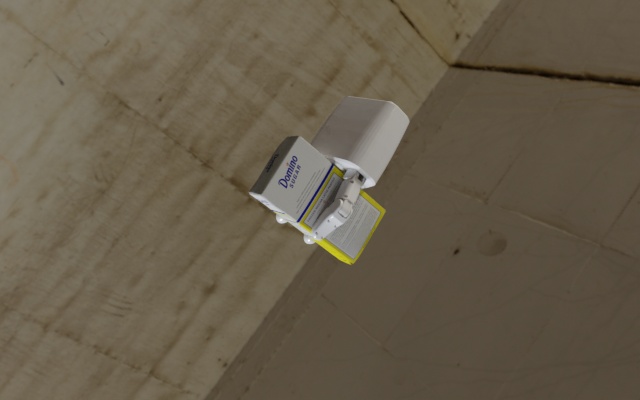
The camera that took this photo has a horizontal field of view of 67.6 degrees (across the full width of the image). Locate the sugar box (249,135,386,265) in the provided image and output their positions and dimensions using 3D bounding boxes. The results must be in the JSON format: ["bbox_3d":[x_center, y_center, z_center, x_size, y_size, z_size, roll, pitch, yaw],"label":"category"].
[{"bbox_3d":[0.000,0.002,0.638,0.176,0.093,0.048,39,-15,-27],"label":"sugar box"}]
